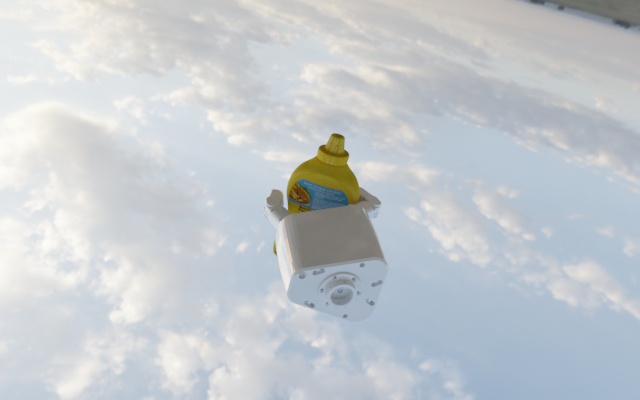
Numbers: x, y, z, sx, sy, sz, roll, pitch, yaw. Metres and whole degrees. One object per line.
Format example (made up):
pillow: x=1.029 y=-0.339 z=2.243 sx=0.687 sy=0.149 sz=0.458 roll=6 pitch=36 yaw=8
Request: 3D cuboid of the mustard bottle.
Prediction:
mustard bottle: x=0.000 y=0.002 z=0.638 sx=0.096 sy=0.192 sz=0.058 roll=18 pitch=27 yaw=7
